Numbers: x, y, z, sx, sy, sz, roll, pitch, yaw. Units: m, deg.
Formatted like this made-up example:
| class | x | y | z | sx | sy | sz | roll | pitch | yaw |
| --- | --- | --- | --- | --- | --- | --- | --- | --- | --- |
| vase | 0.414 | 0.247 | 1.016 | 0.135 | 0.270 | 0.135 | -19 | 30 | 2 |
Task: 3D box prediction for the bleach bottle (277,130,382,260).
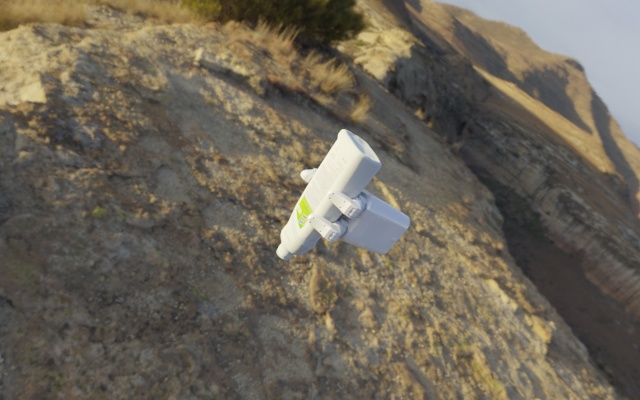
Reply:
| class | x | y | z | sx | sy | sz | roll | pitch | yaw |
| --- | --- | --- | --- | --- | --- | --- | --- | --- | --- |
| bleach bottle | 0.000 | 0.003 | 0.847 | 0.068 | 0.251 | 0.102 | 25 | 23 | -30 |
